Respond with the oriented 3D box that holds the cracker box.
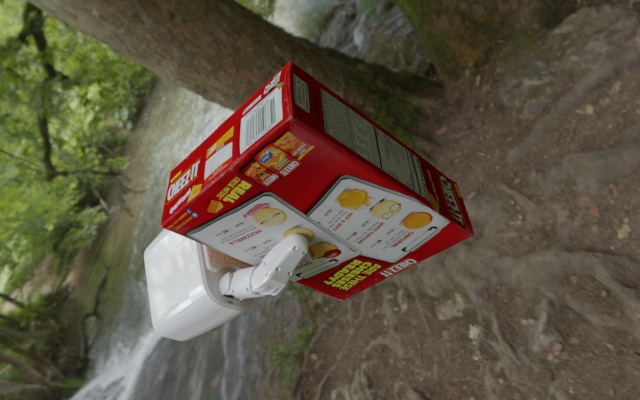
[{"bbox_3d":[0.000,0.001,0.418,0.214,0.072,0.164,28,-47,-35],"label":"cracker box"}]
